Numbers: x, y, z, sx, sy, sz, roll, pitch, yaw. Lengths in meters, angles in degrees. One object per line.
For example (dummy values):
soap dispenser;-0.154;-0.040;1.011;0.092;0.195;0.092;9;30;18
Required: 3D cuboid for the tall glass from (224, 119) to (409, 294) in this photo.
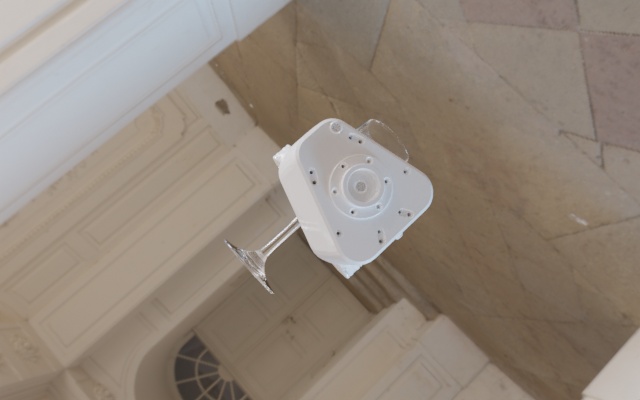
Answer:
tall glass;0.000;0.002;0.498;0.201;0.079;0.079;-42;9;-10
